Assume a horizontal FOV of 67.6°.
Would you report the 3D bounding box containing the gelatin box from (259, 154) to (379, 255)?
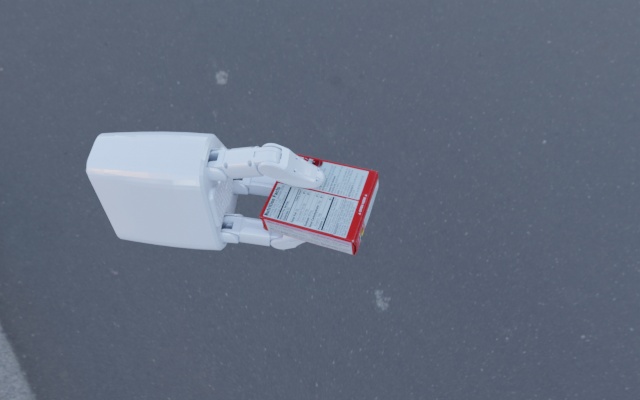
[{"bbox_3d":[0.000,0.001,0.427,0.089,0.073,0.030,13,-28,15],"label":"gelatin box"}]
